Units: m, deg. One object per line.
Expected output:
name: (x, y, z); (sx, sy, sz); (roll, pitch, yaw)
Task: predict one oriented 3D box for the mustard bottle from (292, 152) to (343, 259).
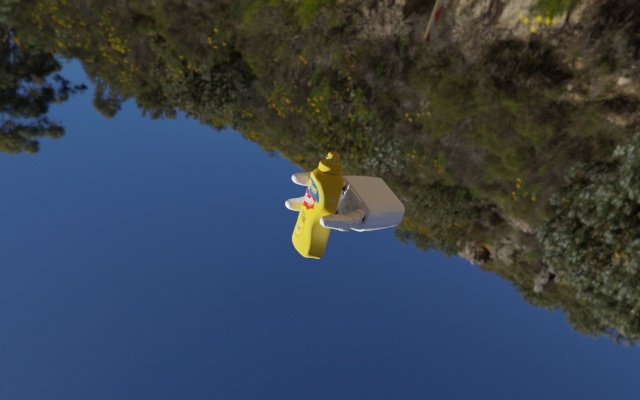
mustard bottle: (0.000, 0.003, 0.871); (0.058, 0.192, 0.096); (9, 23, -18)
